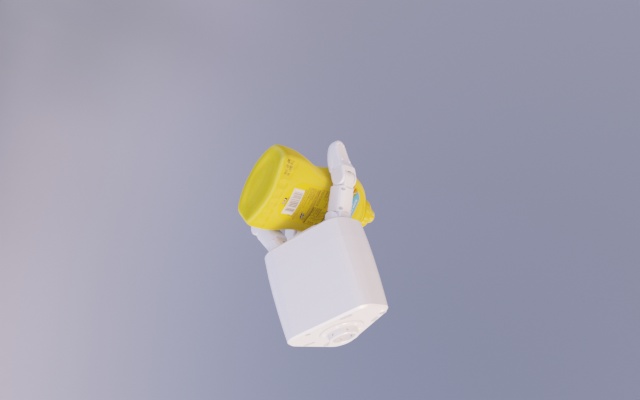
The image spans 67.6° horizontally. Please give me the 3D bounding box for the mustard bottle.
[{"bbox_3d":[0.000,0.002,0.590,0.192,0.096,0.058,17,19,-42],"label":"mustard bottle"}]
